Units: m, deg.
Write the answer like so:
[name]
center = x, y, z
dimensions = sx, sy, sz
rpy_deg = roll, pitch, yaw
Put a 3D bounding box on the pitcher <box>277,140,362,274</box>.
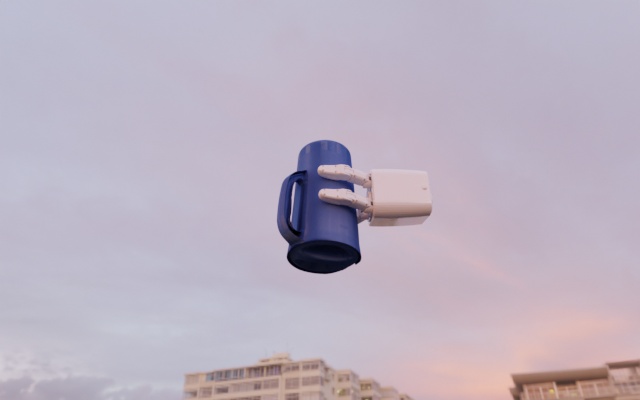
[pitcher]
center = 0.000, 0.003, 0.900
dimensions = 0.145, 0.242, 0.149
rpy_deg = -1, -33, 1
